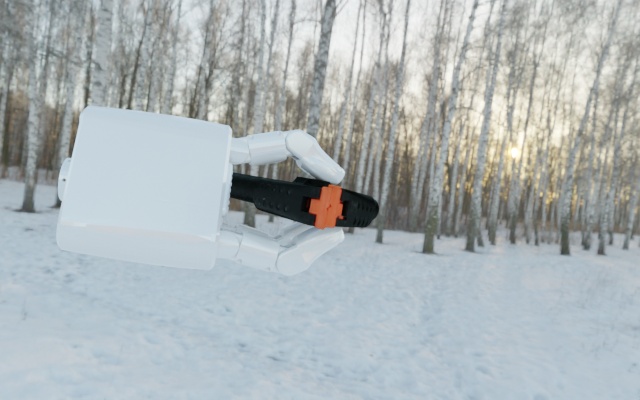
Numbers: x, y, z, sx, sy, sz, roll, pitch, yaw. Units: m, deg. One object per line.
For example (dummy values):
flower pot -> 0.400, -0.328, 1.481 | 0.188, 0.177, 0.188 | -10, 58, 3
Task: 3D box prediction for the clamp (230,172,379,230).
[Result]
clamp -> 0.000, 0.001, 0.402 | 0.164, 0.036, 0.210 | 9, 1, -15
